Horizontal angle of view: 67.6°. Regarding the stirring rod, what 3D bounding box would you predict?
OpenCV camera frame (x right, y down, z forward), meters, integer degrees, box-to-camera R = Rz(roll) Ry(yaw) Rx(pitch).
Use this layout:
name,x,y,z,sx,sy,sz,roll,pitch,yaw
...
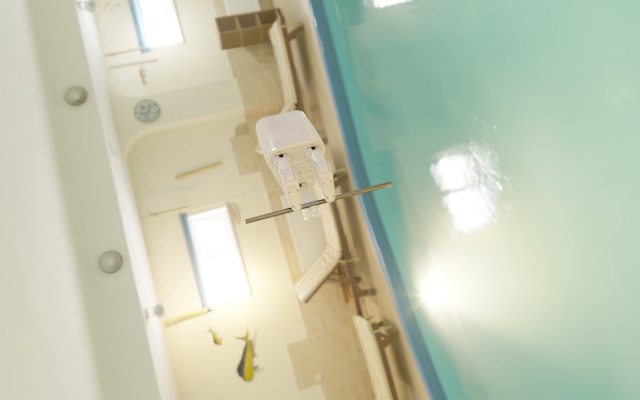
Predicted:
name,x,y,z,sx,sy,sz,roll,pitch,yaw
stirring rod,0.000,0.002,0.748,0.239,0.011,0.011,-15,3,-11
